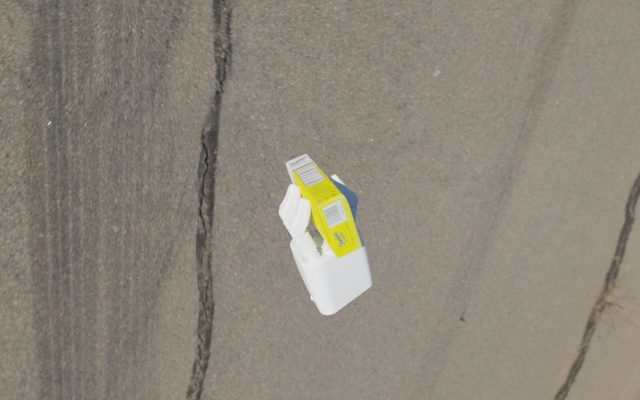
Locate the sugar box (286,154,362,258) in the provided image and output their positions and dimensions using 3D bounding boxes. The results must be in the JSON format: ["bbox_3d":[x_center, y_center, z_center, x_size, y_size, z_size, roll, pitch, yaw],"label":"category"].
[{"bbox_3d":[0.000,0.003,0.721,0.048,0.093,0.176,-25,29,-10],"label":"sugar box"}]
